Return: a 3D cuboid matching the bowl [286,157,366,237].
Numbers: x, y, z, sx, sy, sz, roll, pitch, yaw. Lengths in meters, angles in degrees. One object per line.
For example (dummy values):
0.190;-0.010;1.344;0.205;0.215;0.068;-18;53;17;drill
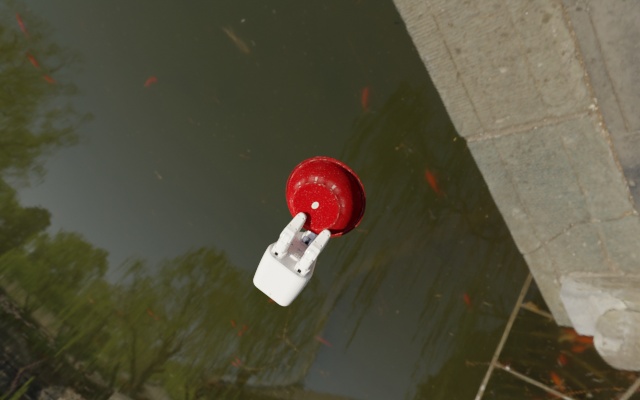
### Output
0.000;0.002;0.886;0.162;0.162;0.055;0;18;21;bowl
